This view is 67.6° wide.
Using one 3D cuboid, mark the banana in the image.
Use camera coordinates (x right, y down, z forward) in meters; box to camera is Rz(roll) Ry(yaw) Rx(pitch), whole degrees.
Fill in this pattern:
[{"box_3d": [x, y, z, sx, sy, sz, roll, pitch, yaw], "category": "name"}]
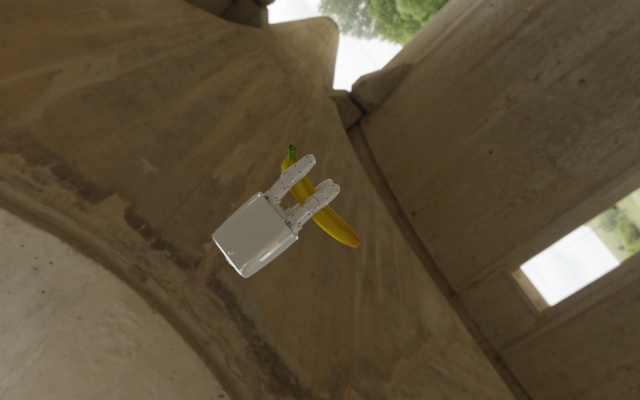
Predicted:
[{"box_3d": [-0.008, 0.002, 0.791, 0.037, 0.198, 0.069, -40, 9, -20], "category": "banana"}]
